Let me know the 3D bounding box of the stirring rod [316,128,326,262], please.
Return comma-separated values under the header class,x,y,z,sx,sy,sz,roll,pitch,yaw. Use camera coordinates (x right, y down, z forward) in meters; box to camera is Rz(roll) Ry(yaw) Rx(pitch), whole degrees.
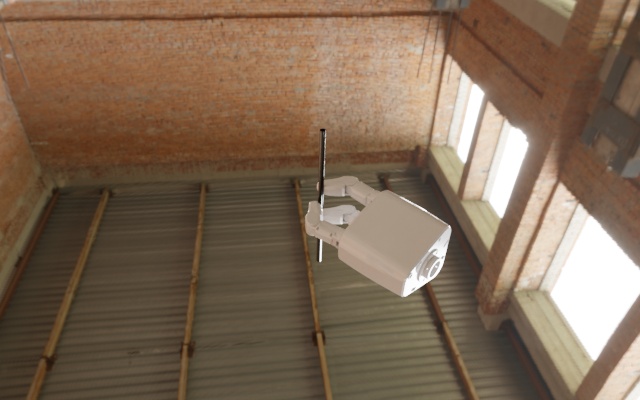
class,x,y,z,sx,sy,sz,roll,pitch,yaw
stirring rod,0.000,0.002,0.699,0.011,0.240,0.011,1,38,-1
